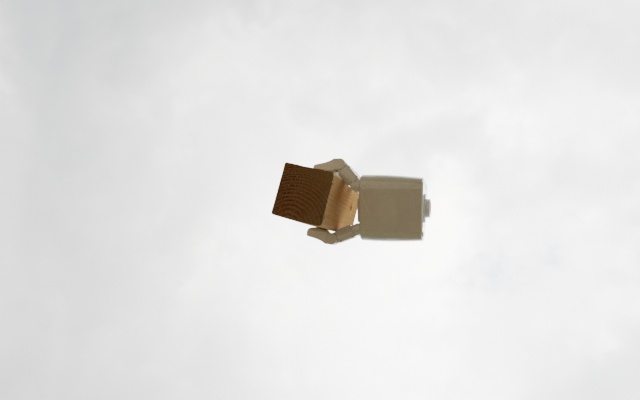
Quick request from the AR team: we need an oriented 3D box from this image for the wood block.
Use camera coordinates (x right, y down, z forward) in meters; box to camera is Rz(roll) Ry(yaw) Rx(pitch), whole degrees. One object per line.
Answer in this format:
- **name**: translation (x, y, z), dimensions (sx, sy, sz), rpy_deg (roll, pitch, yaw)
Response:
- **wood block**: translation (0.000, 0.003, 0.859), dimensions (0.090, 0.091, 0.206), rpy_deg (13, -4, 18)
